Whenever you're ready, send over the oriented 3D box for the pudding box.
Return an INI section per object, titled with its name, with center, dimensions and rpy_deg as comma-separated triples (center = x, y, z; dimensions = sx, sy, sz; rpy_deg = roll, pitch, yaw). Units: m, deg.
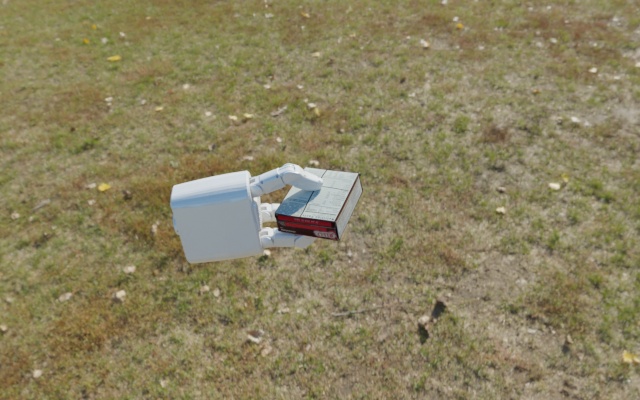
[pudding box]
center = 0.000, 0.002, 0.663
dimensions = 0.090, 0.039, 0.113
rpy_deg = 8, 44, 21
